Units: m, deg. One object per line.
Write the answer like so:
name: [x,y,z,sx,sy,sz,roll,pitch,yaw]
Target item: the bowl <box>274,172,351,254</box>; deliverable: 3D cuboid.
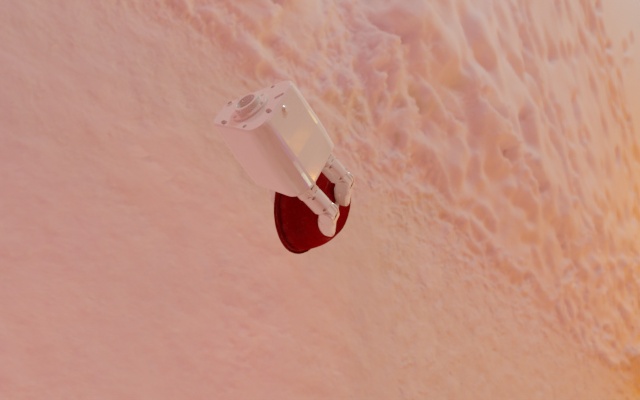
bowl: [0.001,0.003,0.694,0.055,0.162,0.162,8,4,29]
